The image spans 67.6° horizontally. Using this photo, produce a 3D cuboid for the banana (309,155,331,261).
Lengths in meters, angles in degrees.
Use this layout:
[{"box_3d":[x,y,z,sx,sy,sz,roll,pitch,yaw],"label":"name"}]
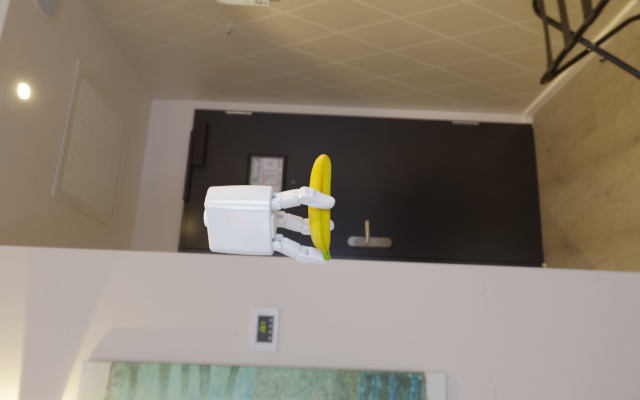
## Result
[{"box_3d":[-0.001,-0.001,0.819,0.037,0.197,0.070,0,-20,2],"label":"banana"}]
